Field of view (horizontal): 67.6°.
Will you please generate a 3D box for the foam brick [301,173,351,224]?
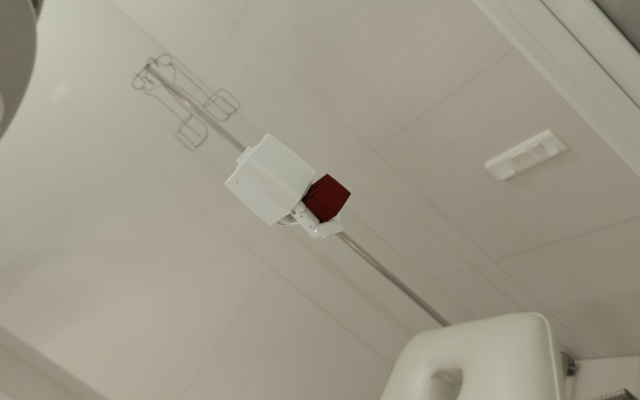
[{"bbox_3d":[0.000,0.002,0.772,0.051,0.053,0.078,41,-36,-10],"label":"foam brick"}]
